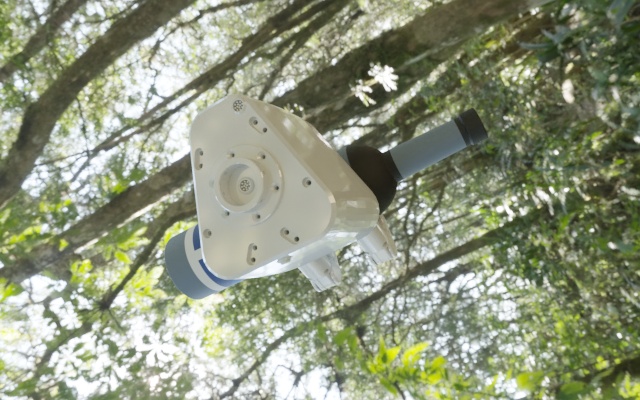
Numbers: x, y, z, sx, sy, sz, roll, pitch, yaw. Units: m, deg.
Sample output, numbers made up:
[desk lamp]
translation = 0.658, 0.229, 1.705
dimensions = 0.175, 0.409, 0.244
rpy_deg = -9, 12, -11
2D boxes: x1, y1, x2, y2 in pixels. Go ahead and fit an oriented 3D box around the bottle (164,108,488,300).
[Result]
[bottle]
translation = 0.000, 0.001, 0.418
dimensions = 0.296, 0.069, 0.069
rpy_deg = -26, -8, 16
